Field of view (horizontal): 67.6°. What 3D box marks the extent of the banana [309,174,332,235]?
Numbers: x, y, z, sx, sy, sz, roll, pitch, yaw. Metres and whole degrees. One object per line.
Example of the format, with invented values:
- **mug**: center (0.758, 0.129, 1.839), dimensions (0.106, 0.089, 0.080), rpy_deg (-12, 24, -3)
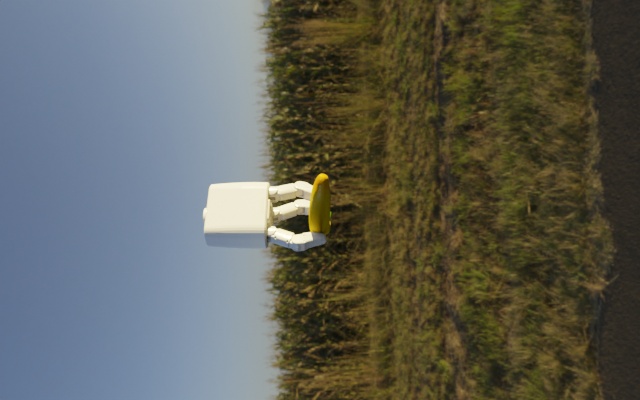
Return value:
- **banana**: center (-0.001, 0.021, 0.816), dimensions (0.037, 0.069, 0.198), rpy_deg (2, -19, 2)
